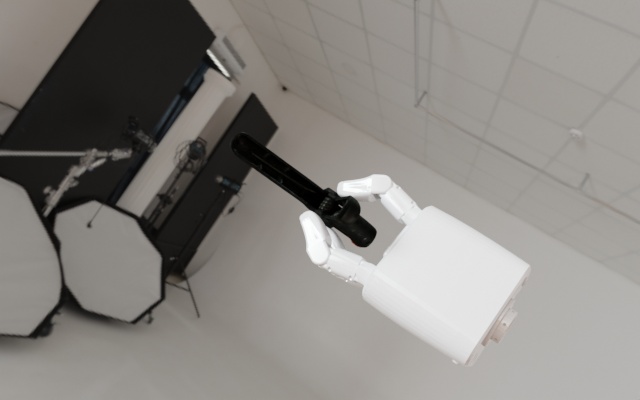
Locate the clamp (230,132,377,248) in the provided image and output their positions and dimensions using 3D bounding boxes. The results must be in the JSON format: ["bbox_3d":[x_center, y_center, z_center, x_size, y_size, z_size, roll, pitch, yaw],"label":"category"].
[{"bbox_3d":[0.001,0.001,0.518,0.164,0.036,0.210,34,-3,27],"label":"clamp"}]
